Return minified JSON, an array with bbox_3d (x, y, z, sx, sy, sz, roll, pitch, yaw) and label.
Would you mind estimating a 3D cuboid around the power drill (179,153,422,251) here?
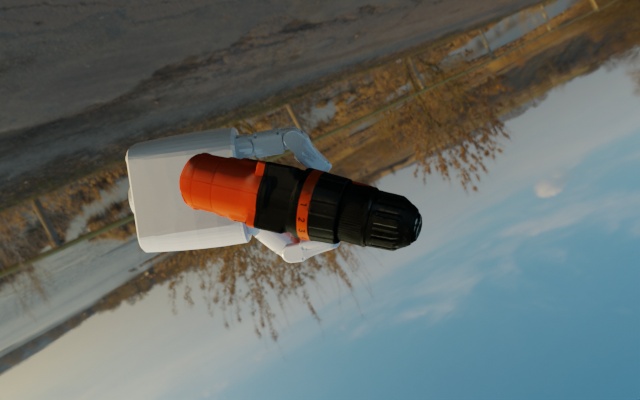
[{"bbox_3d":[0.000,0.001,0.417,0.184,0.057,0.187,14,1,15],"label":"power drill"}]
